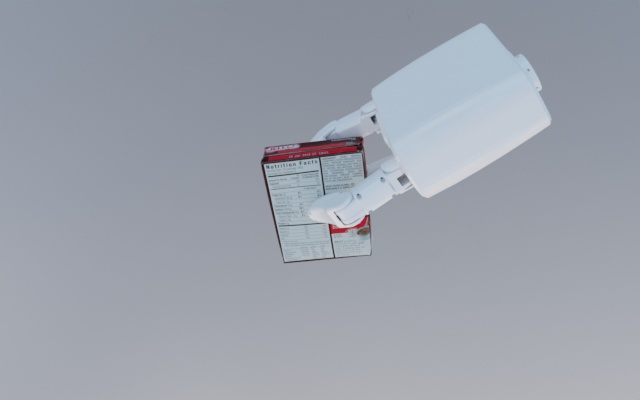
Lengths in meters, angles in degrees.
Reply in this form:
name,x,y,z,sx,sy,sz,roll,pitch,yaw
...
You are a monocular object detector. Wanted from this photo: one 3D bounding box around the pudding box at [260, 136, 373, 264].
name,x,y,z,sx,sy,sz,roll,pitch,yaw
pudding box,0.000,0.002,0.440,0.090,0.113,0.039,-5,28,6
